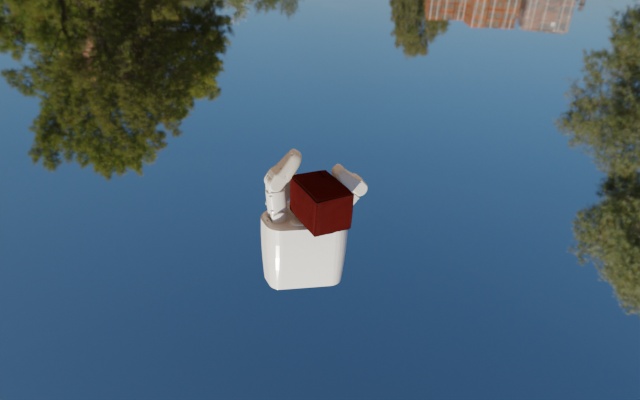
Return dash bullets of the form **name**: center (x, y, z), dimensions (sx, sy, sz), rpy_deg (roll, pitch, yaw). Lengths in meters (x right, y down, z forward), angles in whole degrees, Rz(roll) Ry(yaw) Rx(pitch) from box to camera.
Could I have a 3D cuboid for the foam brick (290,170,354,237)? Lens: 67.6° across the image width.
- **foam brick**: center (0.000, 0.002, 0.603), dimensions (0.053, 0.051, 0.078), rpy_deg (-10, 31, -25)
